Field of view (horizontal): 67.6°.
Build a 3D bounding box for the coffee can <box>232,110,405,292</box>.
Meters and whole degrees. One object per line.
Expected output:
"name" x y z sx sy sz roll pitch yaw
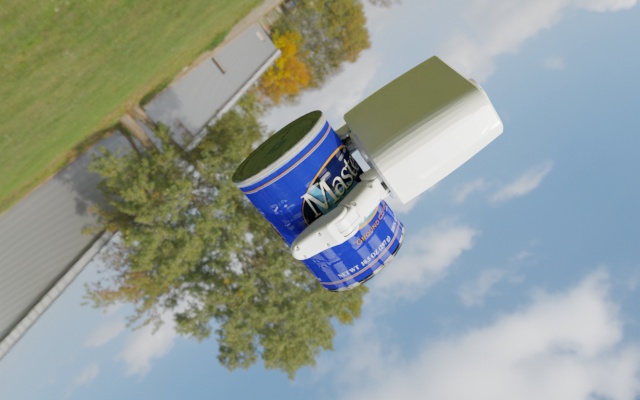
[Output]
"coffee can" 0.000 0.002 0.454 0.103 0.140 0.102 -33 20 14
